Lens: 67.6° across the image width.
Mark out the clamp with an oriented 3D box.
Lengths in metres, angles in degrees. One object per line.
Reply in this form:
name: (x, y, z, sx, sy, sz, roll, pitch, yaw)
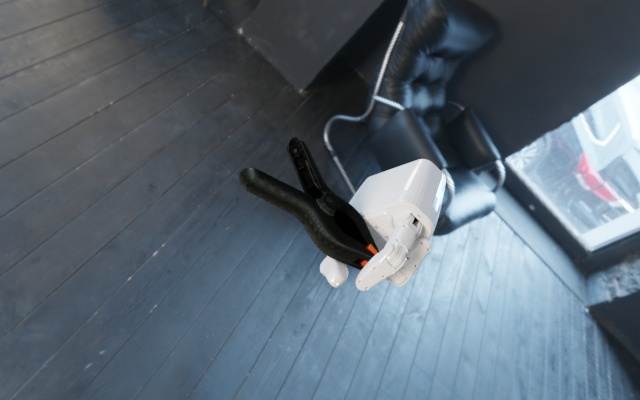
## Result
clamp: (0.001, 0.002, 0.525, 0.039, 0.171, 0.120, -39, 12, 41)
